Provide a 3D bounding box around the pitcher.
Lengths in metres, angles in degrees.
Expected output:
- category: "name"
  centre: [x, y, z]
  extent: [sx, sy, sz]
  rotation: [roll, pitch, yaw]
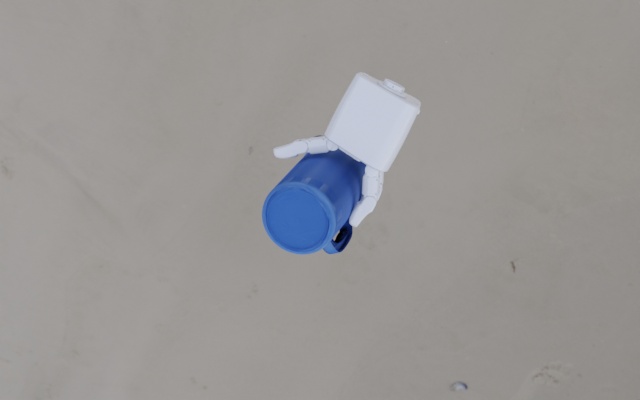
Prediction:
- category: "pitcher"
  centre: [0.000, 0.002, 0.761]
  extent: [0.149, 0.145, 0.242]
  rotation: [31, 22, 3]
